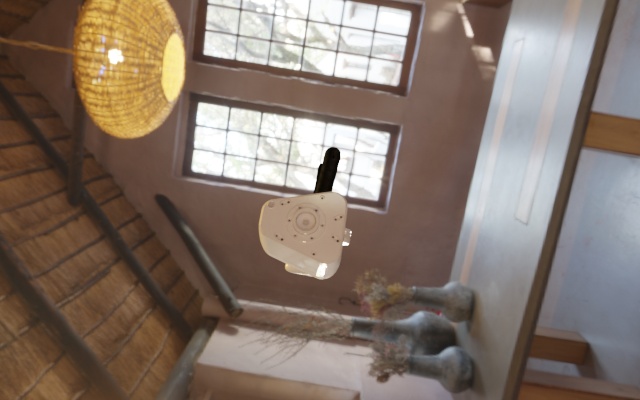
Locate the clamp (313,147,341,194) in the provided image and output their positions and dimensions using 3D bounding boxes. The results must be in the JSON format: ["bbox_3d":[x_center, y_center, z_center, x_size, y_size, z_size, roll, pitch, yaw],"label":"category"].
[{"bbox_3d":[-0.001,0.002,0.728,0.039,0.171,0.120,9,-18,1],"label":"clamp"}]
